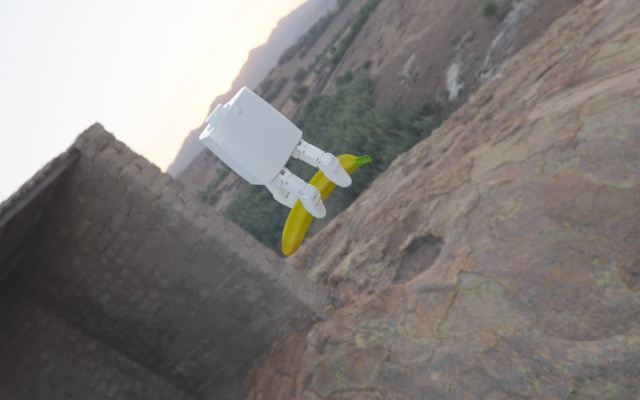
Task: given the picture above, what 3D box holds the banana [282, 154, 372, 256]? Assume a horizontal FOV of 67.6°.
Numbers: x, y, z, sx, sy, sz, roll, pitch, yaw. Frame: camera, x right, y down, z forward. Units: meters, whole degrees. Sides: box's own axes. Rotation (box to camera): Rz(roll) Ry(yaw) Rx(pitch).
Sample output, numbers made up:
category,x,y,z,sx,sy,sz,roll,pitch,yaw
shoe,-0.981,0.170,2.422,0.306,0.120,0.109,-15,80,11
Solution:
category,x,y,z,sx,sy,sz,roll,pitch,yaw
banana,-0.005,-0.004,0.741,0.037,0.198,0.069,41,-5,-25
